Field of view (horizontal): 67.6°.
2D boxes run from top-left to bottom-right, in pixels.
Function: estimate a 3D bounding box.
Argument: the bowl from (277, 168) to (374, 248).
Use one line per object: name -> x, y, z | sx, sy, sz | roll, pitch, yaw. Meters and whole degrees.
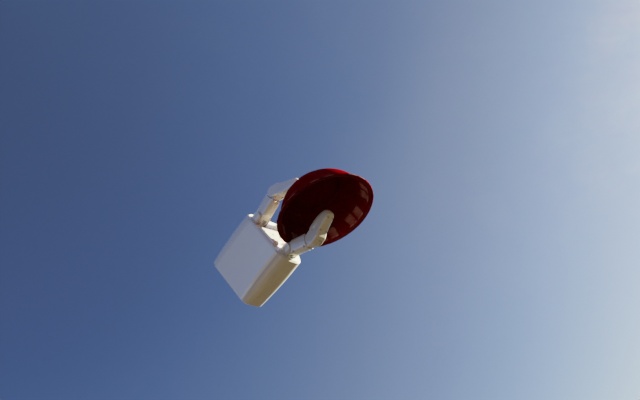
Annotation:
bowl -> 0.001, 0.001, 0.756 | 0.162, 0.162, 0.055 | 0, 43, -30
